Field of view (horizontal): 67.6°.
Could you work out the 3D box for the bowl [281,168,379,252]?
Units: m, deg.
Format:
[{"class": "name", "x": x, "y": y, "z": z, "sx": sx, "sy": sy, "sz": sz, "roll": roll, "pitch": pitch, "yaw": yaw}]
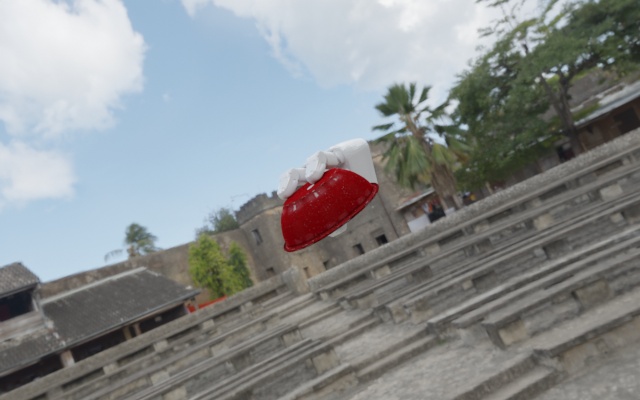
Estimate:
[{"class": "bowl", "x": 0.000, "y": 0.002, "z": 0.669, "sx": 0.162, "sy": 0.055, "sz": 0.162, "roll": -33, "pitch": 11, "yaw": 8}]
